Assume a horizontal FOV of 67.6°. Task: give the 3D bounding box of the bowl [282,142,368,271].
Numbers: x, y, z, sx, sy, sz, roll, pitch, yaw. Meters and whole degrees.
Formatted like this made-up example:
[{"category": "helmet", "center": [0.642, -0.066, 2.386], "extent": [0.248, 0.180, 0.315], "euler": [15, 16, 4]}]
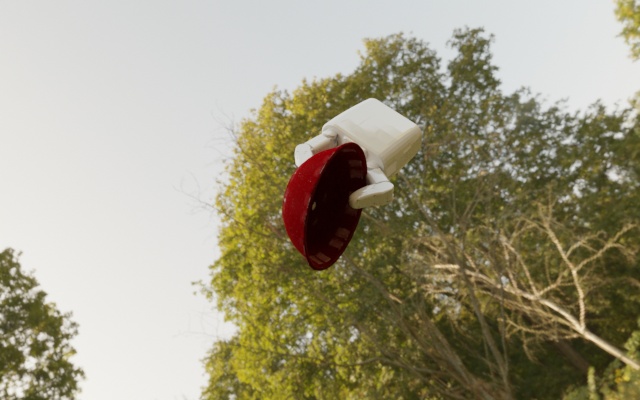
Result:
[{"category": "bowl", "center": [-0.001, 0.002, 0.589], "extent": [0.055, 0.162, 0.162], "euler": [17, 7, 25]}]
